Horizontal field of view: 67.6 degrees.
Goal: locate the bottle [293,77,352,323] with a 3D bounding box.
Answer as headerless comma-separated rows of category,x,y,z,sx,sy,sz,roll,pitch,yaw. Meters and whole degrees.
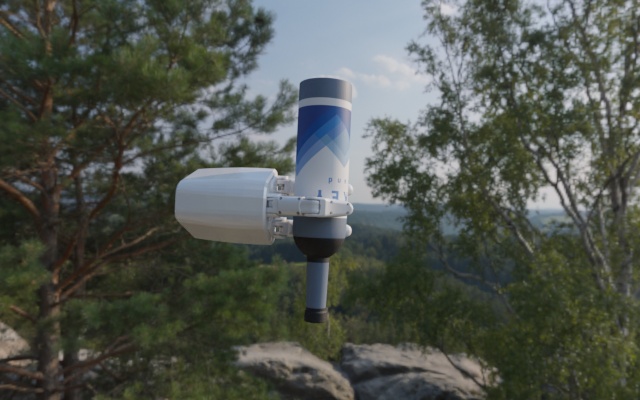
bottle,0.000,0.002,0.594,0.069,0.295,0.069,3,-2,0
